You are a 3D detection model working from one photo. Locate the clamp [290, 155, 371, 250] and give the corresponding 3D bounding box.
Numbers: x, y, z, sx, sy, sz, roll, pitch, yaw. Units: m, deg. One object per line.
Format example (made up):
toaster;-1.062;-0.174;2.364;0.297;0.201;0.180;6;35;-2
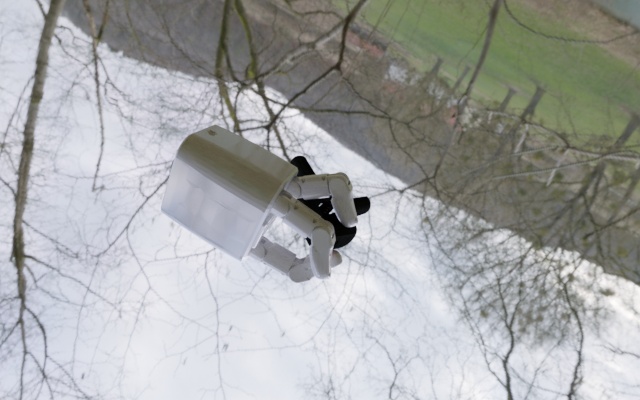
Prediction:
clamp;0.000;0.002;0.564;0.120;0.039;0.171;30;21;1
